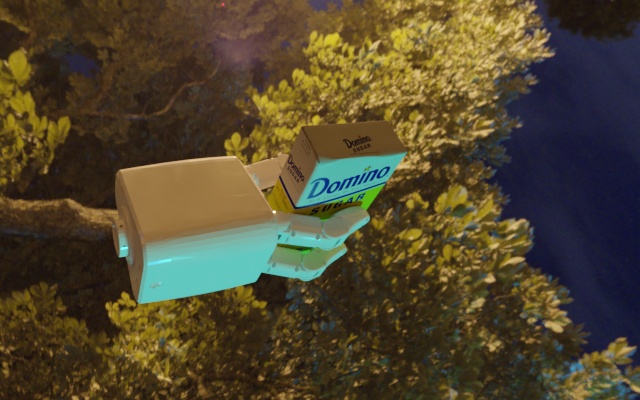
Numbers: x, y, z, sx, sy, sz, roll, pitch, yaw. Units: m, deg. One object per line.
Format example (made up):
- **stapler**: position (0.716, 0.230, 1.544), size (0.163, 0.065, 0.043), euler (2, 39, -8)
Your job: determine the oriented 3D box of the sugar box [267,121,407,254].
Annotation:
- **sugar box**: position (0.000, 0.002, 0.458), size (0.093, 0.048, 0.176), euler (-9, -30, -31)
